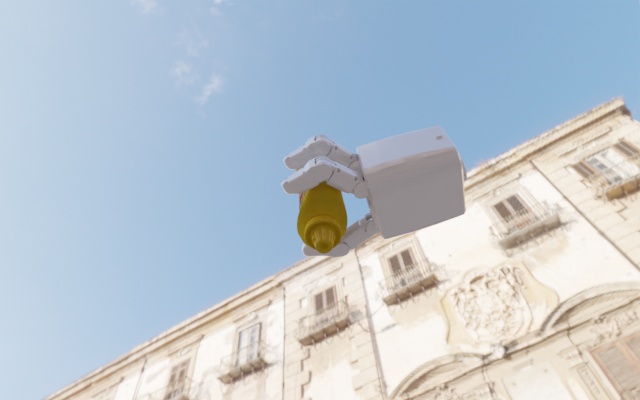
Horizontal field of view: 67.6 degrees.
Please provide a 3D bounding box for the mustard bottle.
[{"bbox_3d":[0.000,0.002,0.584,0.058,0.096,0.191,5,29,-6],"label":"mustard bottle"}]
